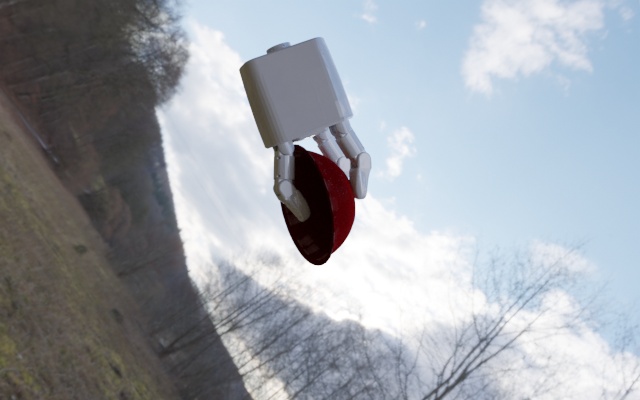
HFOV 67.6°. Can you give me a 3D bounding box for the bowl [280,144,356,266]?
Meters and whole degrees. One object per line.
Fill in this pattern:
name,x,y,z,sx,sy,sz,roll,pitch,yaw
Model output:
bowl,0.001,0.003,0.630,0.055,0.162,0.162,-13,5,-25
